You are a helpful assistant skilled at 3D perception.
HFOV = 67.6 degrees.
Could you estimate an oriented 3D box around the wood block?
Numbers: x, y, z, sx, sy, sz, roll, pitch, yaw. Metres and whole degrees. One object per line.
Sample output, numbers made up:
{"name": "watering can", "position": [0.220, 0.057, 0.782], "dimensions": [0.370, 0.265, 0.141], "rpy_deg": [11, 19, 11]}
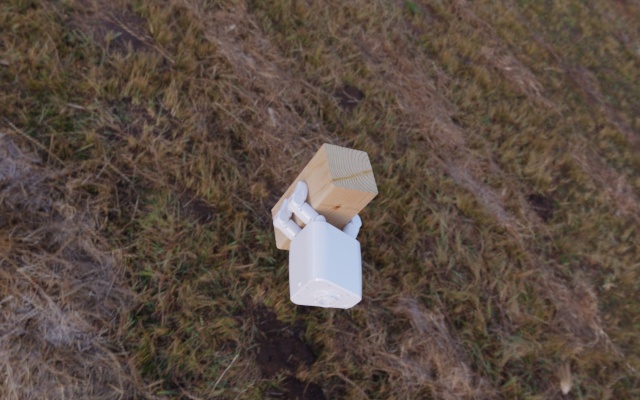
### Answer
{"name": "wood block", "position": [0.001, 0.003, 0.848], "dimensions": [0.091, 0.090, 0.206], "rpy_deg": [9, -37, -30]}
